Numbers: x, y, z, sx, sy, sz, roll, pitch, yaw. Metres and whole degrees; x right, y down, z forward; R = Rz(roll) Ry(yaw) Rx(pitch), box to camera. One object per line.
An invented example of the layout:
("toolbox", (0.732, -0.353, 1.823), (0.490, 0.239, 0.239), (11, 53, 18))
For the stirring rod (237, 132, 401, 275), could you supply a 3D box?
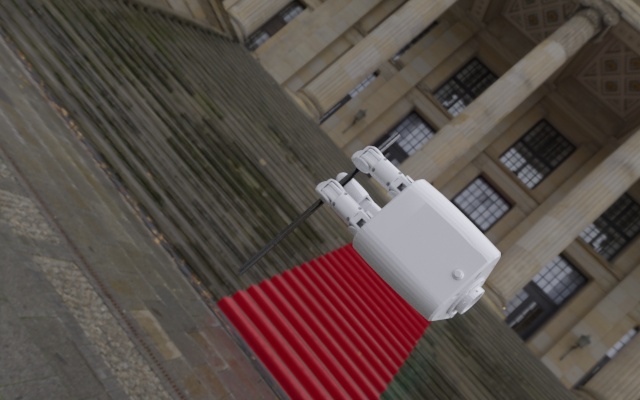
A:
("stirring rod", (0.000, 0.002, 0.544), (0.239, 0.011, 0.011), (-41, 4, -5))
